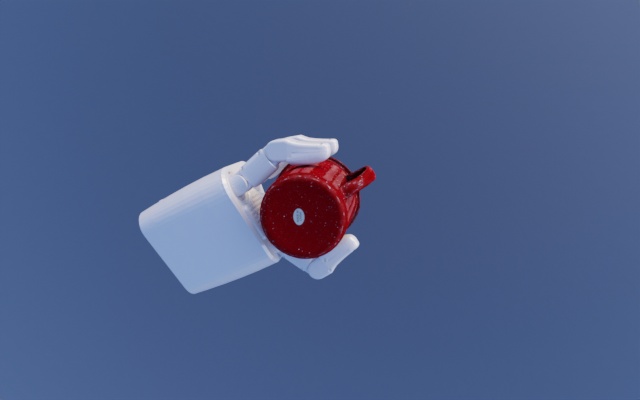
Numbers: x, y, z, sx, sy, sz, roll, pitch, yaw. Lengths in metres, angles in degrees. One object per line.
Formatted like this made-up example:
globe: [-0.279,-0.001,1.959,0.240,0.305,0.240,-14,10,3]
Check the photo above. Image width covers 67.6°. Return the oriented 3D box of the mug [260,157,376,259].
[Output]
mug: [0.001,0.001,0.460,0.117,0.093,0.081,-26,8,14]
